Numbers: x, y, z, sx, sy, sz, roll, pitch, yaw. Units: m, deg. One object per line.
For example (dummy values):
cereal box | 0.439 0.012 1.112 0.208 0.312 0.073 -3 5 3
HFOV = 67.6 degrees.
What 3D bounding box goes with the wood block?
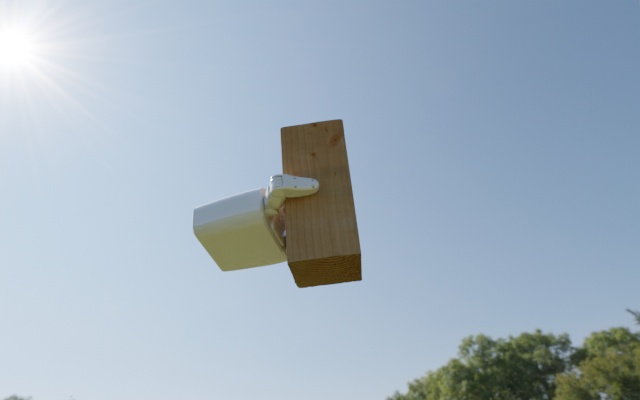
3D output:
wood block | 0.000 0.002 0.648 0.090 0.206 0.091 -7 -30 3
